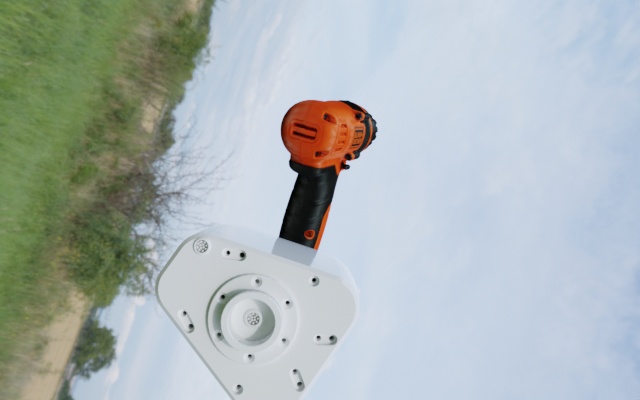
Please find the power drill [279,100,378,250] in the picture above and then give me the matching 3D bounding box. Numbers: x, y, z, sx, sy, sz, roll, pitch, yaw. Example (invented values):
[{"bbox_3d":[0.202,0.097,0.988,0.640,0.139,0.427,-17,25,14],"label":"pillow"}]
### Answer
[{"bbox_3d":[0.000,0.002,0.435,0.057,0.188,0.184,16,13,17],"label":"power drill"}]
